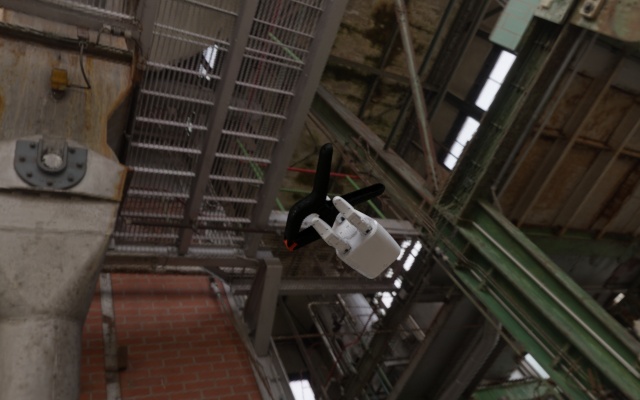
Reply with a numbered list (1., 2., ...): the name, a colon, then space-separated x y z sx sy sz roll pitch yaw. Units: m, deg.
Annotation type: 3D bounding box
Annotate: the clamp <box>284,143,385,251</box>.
1. clamp: 0.000 0.003 0.870 0.165 0.210 0.036 42 9 -36
